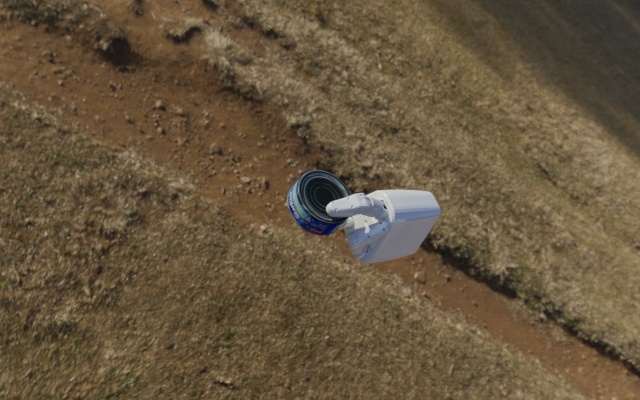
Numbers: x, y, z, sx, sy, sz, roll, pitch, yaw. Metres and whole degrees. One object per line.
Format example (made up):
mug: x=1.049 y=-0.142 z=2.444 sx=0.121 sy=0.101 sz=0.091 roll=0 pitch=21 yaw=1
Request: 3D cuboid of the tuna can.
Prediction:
tuna can: x=0.000 y=0.002 z=0.645 sx=0.086 sy=0.086 sz=0.034 roll=0 pitch=-30 yaw=-32
